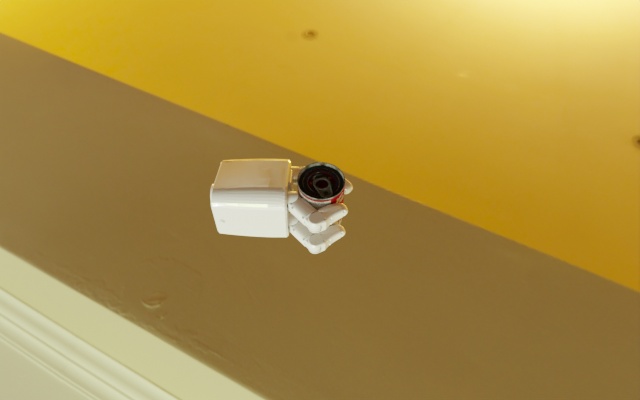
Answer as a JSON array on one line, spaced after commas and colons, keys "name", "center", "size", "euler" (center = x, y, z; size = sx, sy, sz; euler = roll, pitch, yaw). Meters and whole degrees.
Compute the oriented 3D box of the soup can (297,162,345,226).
[{"name": "soup can", "center": [0.001, 0.002, 0.706], "size": [0.068, 0.068, 0.102], "euler": [0, -37, -1]}]
